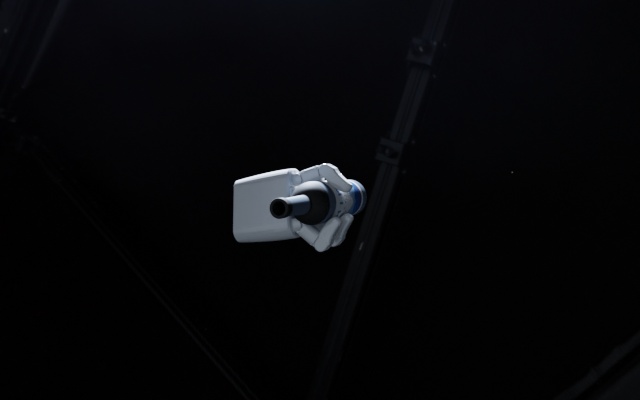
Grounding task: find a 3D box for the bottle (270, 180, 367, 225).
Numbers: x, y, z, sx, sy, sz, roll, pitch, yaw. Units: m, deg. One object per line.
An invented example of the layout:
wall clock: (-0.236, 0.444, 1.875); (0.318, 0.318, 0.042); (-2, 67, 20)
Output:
bottle: (0.000, 0.002, 0.756); (0.069, 0.069, 0.295); (0, 3, 22)
